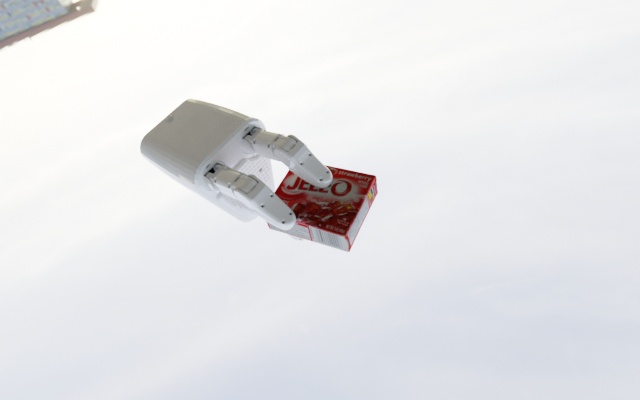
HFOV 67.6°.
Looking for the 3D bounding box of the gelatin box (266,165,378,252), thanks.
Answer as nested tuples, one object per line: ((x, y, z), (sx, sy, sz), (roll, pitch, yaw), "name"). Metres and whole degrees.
((0.000, 0.002, 0.452), (0.089, 0.073, 0.030), (15, -34, 24), "gelatin box")
